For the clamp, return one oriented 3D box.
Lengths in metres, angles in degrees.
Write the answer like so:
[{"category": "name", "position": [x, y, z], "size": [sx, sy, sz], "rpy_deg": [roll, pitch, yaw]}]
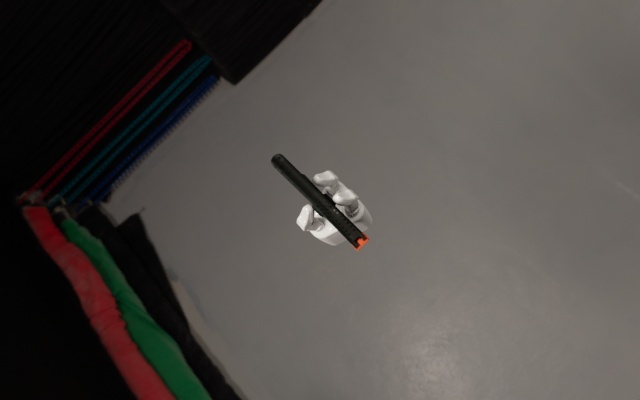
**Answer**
[{"category": "clamp", "position": [0.000, 0.004, 0.837], "size": [0.210, 0.036, 0.164], "rpy_deg": [46, 3, 23]}]
